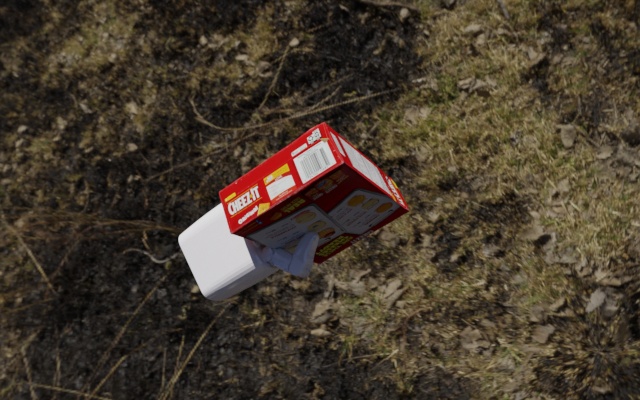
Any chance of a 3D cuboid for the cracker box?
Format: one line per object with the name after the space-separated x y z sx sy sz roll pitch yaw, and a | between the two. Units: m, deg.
0.000 0.002 0.634 0.164 0.072 0.214 -32 -29 18 | cracker box
